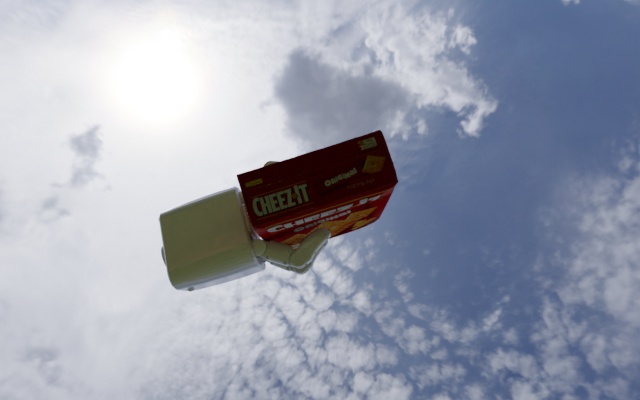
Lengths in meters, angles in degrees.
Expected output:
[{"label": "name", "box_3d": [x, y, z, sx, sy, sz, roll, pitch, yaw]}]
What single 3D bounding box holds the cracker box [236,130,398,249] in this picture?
[{"label": "cracker box", "box_3d": [0.000, 0.002, 0.601, 0.164, 0.072, 0.214, -18, -12, -3]}]
